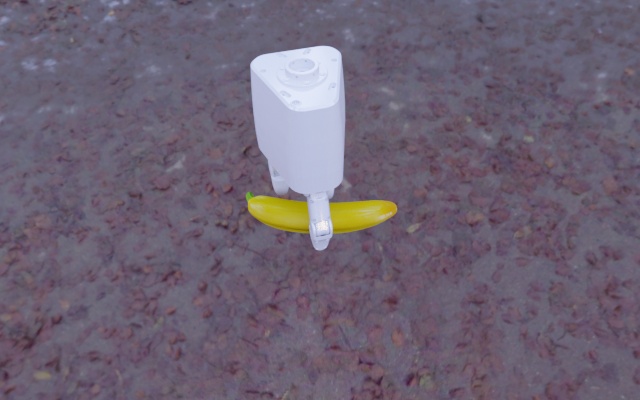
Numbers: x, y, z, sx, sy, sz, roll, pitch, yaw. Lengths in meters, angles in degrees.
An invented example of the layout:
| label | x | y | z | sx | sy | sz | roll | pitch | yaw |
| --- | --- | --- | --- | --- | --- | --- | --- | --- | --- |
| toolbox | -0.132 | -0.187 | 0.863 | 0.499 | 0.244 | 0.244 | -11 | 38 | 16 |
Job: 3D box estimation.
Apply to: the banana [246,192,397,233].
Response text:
| label | x | y | z | sx | sy | sz | roll | pitch | yaw |
| --- | --- | --- | --- | --- | --- | --- | --- | --- | --- |
| banana | -0.007 | 0.013 | 0.584 | 0.198 | 0.037 | 0.069 | 6 | 38 | 9 |
